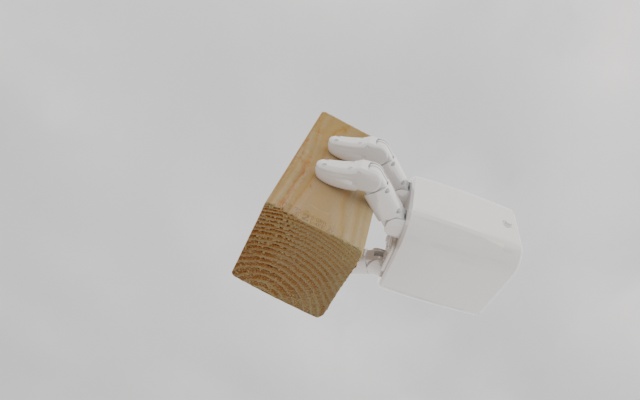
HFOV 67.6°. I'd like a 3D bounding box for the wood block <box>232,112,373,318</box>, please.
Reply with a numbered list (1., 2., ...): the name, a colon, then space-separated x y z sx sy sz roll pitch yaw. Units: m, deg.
1. wood block: 0.000 0.002 0.480 0.090 0.091 0.206 27 33 -2
